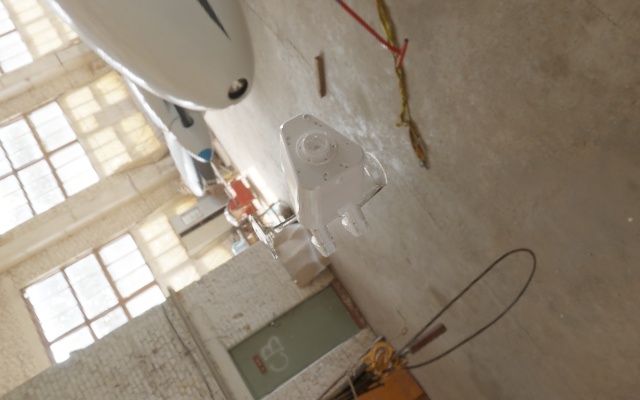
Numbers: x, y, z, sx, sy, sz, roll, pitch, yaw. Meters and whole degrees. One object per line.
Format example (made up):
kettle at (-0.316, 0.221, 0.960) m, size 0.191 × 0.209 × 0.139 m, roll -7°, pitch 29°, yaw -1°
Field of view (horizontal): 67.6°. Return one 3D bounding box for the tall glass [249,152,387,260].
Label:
tall glass at (0.000, 0.003, 0.703) m, size 0.201 × 0.079 × 0.079 m, roll -31°, pitch 9°, yaw -15°
